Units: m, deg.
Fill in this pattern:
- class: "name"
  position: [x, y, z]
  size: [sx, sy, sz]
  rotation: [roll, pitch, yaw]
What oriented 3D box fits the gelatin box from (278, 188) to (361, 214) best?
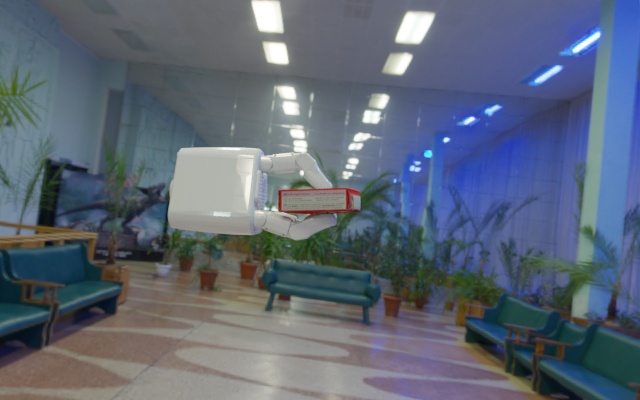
- class: "gelatin box"
  position: [0.000, 0.001, 0.597]
  size: [0.089, 0.030, 0.073]
  rotation: [-2, -3, 16]
